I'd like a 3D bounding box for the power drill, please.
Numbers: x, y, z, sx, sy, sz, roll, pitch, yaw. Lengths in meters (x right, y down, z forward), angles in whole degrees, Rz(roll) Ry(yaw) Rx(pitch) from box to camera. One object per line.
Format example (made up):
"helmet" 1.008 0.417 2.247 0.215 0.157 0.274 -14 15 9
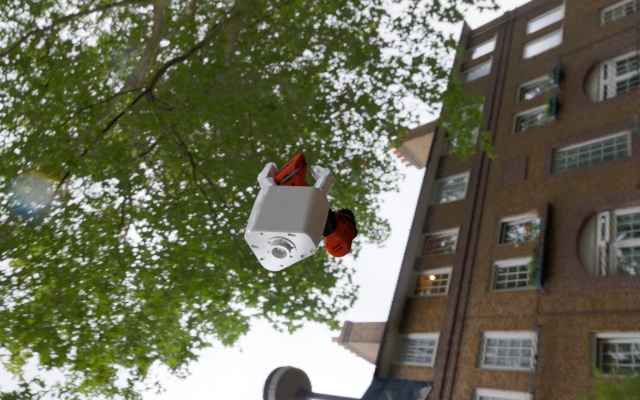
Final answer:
"power drill" 0.000 0.003 0.888 0.057 0.188 0.184 -38 9 14
